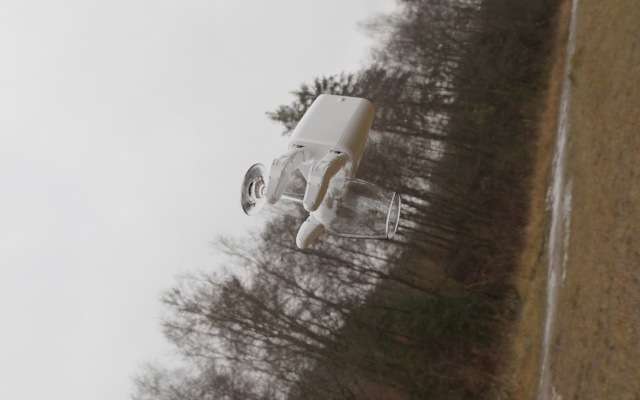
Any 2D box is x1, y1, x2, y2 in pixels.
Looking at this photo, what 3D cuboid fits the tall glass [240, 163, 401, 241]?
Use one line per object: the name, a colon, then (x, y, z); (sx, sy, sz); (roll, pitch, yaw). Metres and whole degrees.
tall glass: (-0.001, 0.002, 0.625); (0.201, 0.079, 0.079); (11, 4, 21)
